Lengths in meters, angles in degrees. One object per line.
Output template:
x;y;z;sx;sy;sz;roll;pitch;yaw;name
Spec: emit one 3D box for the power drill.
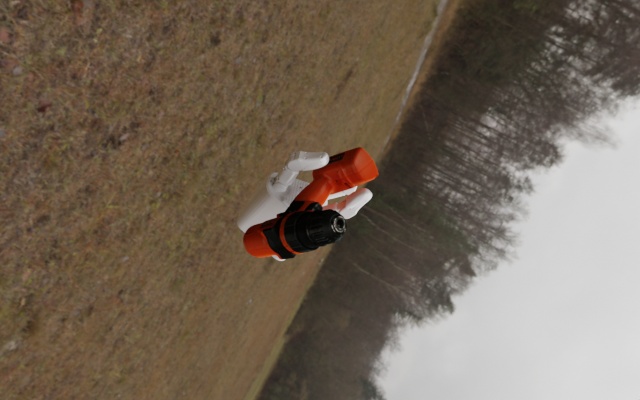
0.000;0.002;0.641;0.184;0.057;0.187;-13;25;48;power drill
